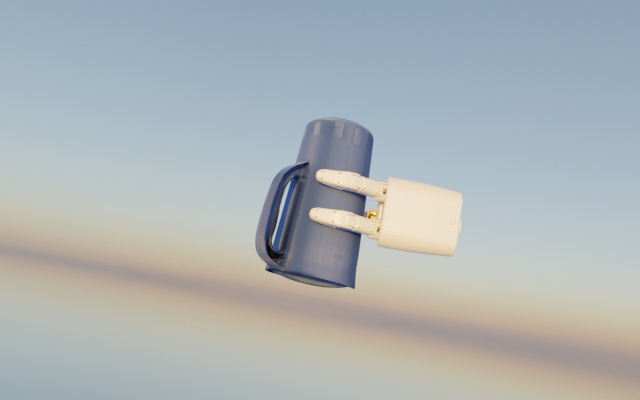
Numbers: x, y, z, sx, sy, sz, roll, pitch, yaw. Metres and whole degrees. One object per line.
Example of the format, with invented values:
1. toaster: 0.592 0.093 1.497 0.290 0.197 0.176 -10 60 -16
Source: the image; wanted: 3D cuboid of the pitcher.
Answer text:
1. pitcher: 0.000 0.002 0.707 0.145 0.242 0.149 11 -12 4
